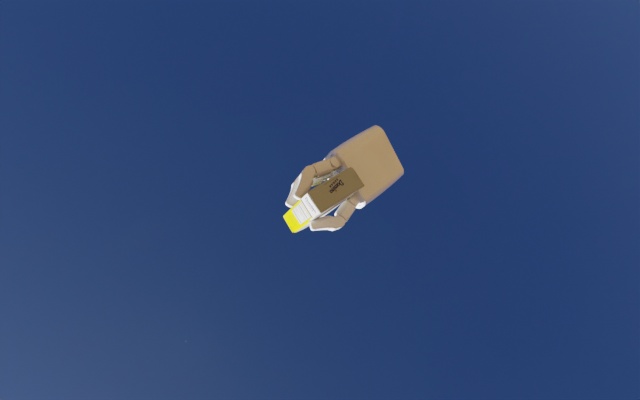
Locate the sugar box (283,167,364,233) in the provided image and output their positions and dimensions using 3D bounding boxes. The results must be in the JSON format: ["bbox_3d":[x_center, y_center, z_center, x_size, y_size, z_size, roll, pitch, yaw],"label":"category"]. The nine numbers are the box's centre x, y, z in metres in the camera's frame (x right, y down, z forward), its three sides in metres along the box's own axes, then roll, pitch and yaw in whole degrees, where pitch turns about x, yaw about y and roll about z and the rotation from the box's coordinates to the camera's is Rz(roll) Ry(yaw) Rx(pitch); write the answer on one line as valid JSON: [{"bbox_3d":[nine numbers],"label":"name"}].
[{"bbox_3d":[0.000,0.002,0.826,0.093,0.048,0.176,-31,-6,-23],"label":"sugar box"}]
